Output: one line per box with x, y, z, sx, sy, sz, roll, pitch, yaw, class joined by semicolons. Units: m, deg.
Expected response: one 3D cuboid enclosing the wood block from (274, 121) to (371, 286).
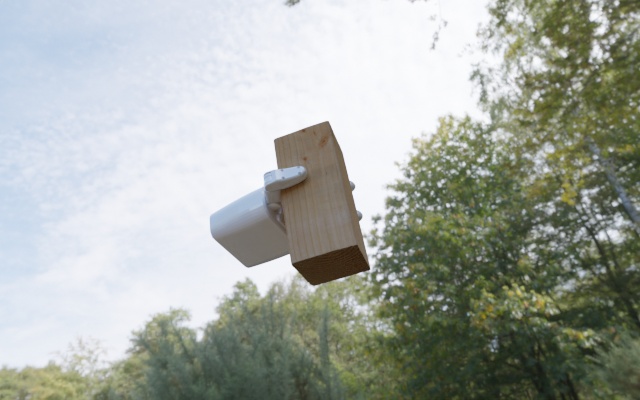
0.000;0.002;0.680;0.090;0.206;0.091;-17;-32;10;wood block
